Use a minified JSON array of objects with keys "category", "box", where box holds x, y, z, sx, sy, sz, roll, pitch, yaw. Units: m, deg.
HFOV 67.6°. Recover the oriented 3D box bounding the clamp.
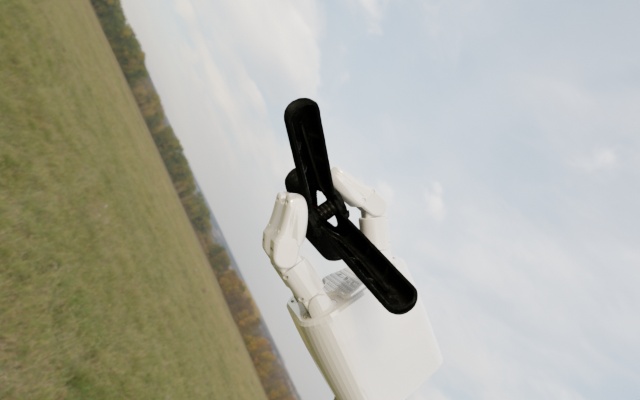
[{"category":"clamp","box":[0.001,0.001,0.410,0.036,0.164,0.210,-28,9,-12]}]
